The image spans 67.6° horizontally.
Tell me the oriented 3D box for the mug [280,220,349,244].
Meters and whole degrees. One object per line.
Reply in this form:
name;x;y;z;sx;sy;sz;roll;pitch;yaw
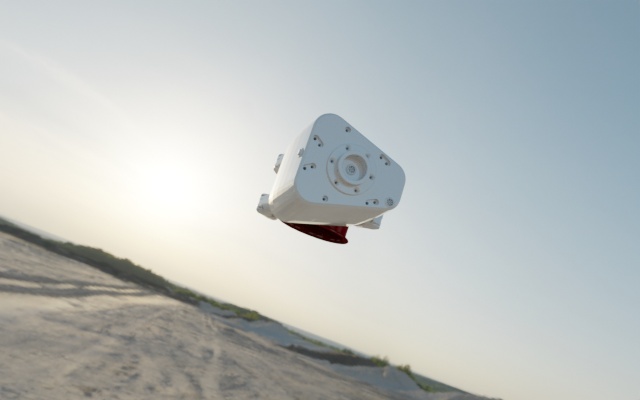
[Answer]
mug;0.000;0.002;0.611;0.093;0.081;0.117;24;-14;-14
